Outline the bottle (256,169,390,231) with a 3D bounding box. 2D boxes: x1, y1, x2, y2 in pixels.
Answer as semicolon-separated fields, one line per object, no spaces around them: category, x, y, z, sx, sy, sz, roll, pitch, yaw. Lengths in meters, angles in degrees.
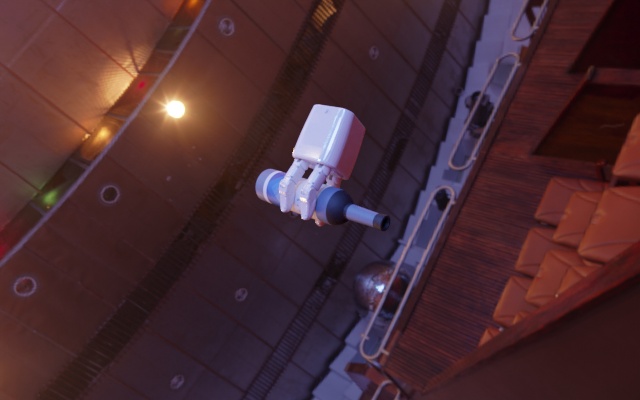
bottle;0.000;0.003;0.873;0.295;0.069;0.069;18;12;41
